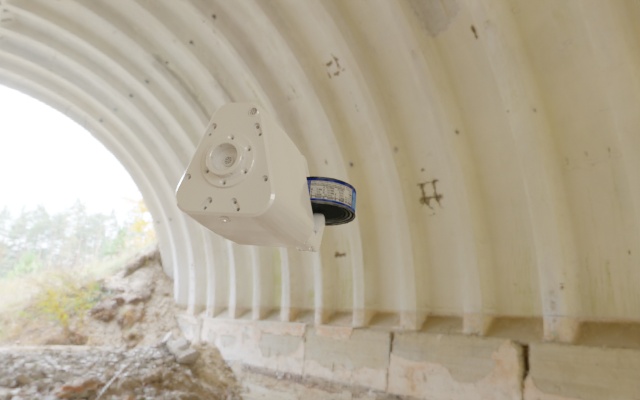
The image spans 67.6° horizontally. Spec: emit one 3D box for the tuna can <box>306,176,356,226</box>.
[{"bbox_3d":[0.000,0.001,0.573,0.086,0.033,0.086,4,-20,2],"label":"tuna can"}]
